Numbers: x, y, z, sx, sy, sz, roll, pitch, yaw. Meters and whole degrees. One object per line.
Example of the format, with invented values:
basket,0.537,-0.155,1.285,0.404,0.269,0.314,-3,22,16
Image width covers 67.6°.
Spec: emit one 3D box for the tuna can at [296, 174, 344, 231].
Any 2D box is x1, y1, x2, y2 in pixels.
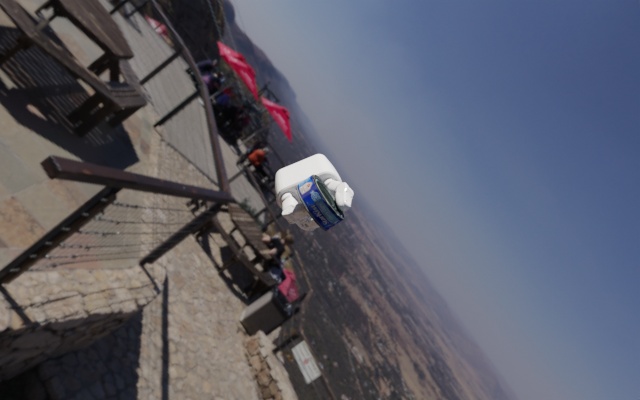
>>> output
tuna can,0.001,0.002,0.737,0.034,0.086,0.086,-34,-7,10
